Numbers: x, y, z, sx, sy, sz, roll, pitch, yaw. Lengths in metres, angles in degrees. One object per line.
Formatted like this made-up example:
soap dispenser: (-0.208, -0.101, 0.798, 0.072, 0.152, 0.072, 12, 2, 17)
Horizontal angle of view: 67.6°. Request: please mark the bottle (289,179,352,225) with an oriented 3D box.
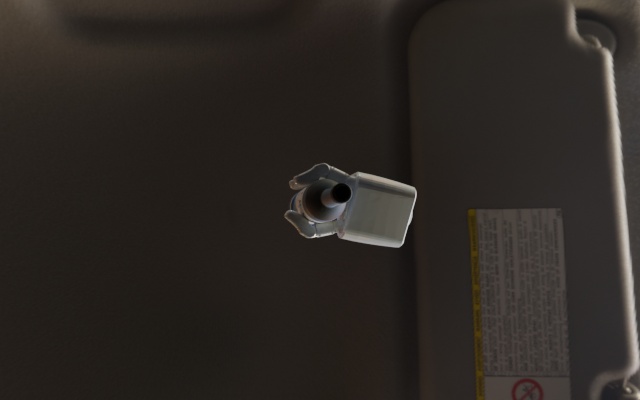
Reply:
bottle: (0.000, 0.003, 0.776, 0.069, 0.069, 0.296, 0, -5, -11)
